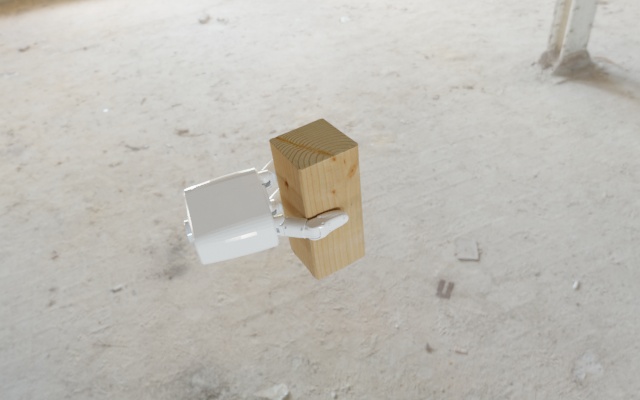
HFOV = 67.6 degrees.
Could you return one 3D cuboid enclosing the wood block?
[{"bbox_3d":[0.000,0.002,0.690,0.090,0.206,0.090,-25,43,-20],"label":"wood block"}]
